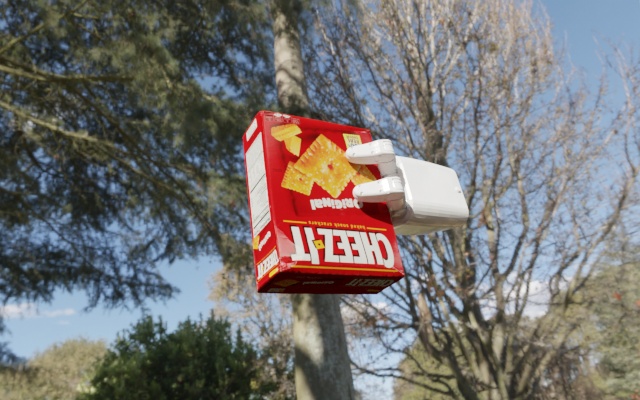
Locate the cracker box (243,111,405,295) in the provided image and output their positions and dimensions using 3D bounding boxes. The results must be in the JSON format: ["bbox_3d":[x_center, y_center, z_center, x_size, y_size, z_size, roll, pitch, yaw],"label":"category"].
[{"bbox_3d":[0.000,0.002,0.585,0.164,0.213,0.072,6,-32,-28],"label":"cracker box"}]
